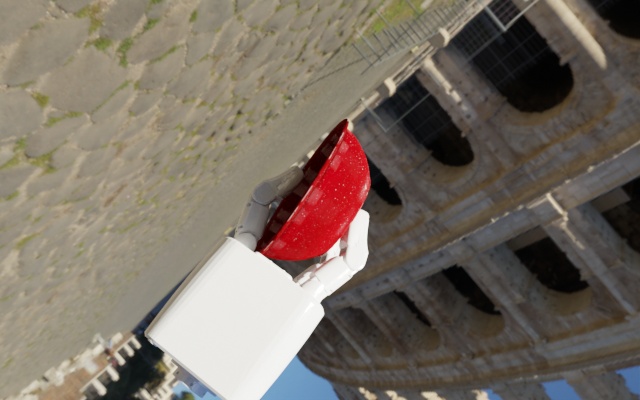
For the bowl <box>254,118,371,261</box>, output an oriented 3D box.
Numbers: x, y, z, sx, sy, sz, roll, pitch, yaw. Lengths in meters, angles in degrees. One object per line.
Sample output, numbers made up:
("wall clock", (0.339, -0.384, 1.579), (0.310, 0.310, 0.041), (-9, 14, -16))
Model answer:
("bowl", (0.001, 0.001, 0.467), (0.055, 0.162, 0.162), (33, -6, -9))
